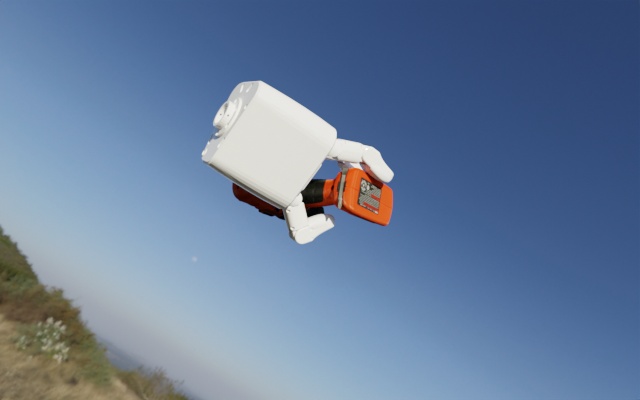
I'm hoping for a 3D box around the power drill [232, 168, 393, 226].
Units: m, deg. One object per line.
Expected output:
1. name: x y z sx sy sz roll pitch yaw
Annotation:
1. power drill: 0.000 0.002 0.658 0.187 0.057 0.184 -2 -15 36
